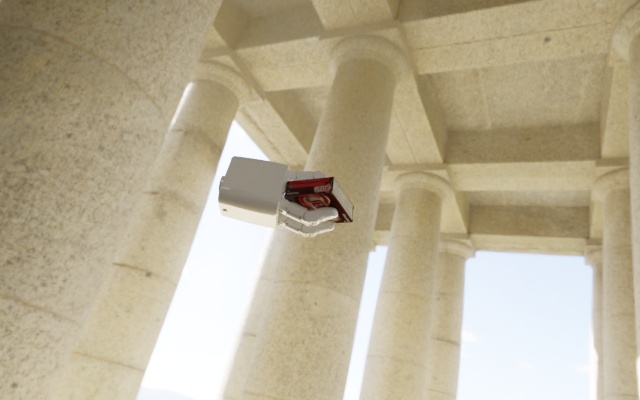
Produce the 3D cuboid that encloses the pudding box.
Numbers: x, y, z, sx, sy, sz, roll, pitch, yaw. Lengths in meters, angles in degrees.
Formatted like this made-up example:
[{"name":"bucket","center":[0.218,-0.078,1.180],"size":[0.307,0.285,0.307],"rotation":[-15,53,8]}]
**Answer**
[{"name":"pudding box","center":[0.000,0.003,0.848],"size":[0.090,0.039,0.113],"rotation":[-4,-28,23]}]
